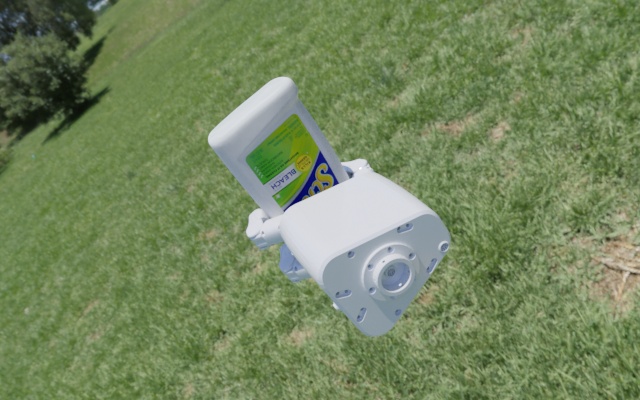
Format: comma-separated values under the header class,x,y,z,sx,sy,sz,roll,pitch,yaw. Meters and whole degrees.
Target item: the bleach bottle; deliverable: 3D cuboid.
class,x,y,z,sx,sy,sz,roll,pitch,yaw
bleach bottle,0.000,0.002,0.504,0.102,0.251,0.068,-41,26,-4
